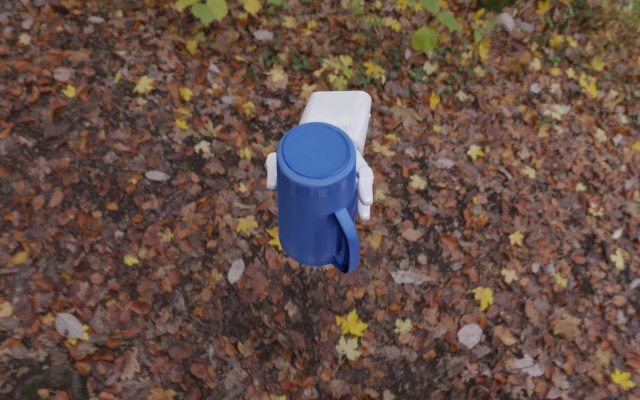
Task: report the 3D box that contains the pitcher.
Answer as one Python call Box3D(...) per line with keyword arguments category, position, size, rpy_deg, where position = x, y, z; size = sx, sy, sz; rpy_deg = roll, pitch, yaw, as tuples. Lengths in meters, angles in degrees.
Box3D(category="pitcher", position=(0.000, 0.002, 0.727), size=(0.149, 0.145, 0.243), rpy_deg=(11, -30, 6))
